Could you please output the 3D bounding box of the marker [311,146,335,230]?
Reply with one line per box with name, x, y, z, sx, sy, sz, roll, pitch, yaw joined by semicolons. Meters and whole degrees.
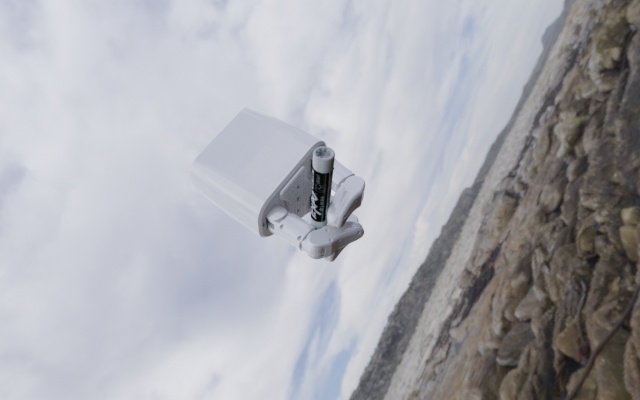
marker;0.000;0.002;0.448;0.020;0.020;0.121;0;-44;-4
